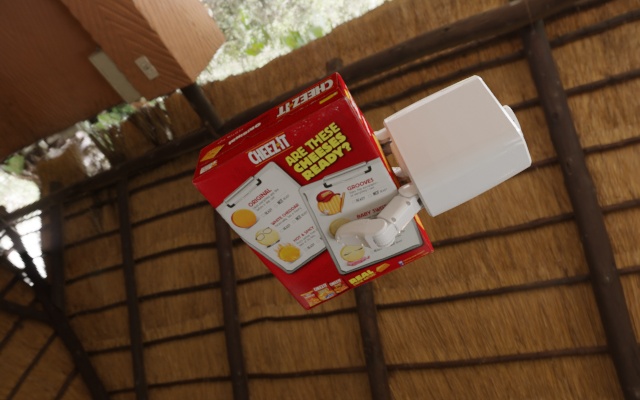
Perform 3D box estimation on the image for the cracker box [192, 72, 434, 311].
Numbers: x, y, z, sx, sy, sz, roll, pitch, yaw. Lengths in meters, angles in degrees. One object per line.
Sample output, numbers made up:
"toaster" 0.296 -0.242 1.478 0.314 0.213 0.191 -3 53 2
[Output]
"cracker box" 0.000 0.002 0.501 0.164 0.214 0.072 -27 34 12
